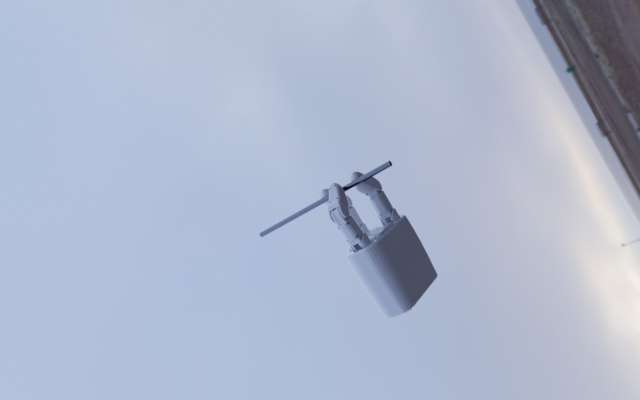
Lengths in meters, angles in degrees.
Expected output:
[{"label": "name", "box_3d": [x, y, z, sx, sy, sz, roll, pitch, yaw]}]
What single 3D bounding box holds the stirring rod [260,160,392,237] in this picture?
[{"label": "stirring rod", "box_3d": [0.000, 0.002, 0.686, 0.239, 0.011, 0.011, -29, -15, 29]}]
